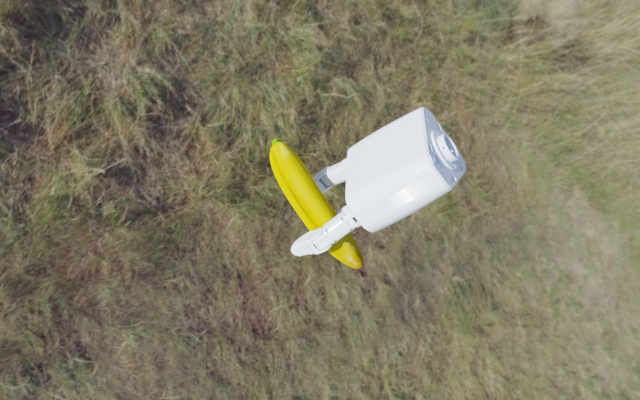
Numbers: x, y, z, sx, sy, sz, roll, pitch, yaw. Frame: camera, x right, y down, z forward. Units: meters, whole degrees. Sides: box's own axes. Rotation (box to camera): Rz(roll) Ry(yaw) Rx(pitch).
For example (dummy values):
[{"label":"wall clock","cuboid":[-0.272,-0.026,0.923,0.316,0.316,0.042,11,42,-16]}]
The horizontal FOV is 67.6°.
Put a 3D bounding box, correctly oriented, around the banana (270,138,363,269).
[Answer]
[{"label":"banana","cuboid":[-0.008,0.001,0.579,0.037,0.198,0.069,-34,-6,21]}]
